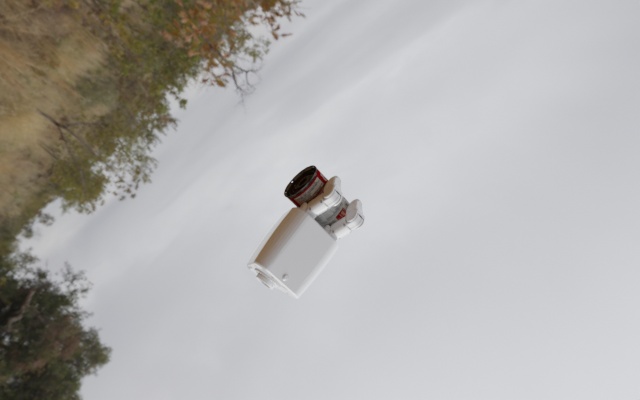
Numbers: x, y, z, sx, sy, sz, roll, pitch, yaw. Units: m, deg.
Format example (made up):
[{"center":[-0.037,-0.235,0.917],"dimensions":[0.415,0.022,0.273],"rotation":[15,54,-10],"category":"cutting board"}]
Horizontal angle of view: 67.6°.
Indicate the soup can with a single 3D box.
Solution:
[{"center":[0.001,0.002,0.768],"dimensions":[0.102,0.068,0.068],"rotation":[46,-22,-23],"category":"soup can"}]
